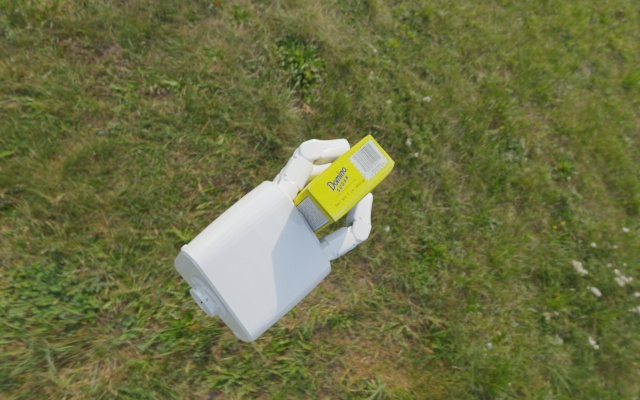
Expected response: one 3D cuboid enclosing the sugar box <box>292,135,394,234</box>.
[{"bbox_3d":[0.000,0.001,0.515,0.093,0.048,0.176,-41,3,-27],"label":"sugar box"}]
